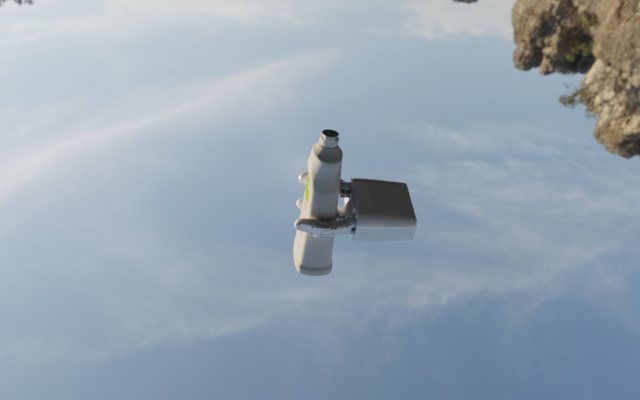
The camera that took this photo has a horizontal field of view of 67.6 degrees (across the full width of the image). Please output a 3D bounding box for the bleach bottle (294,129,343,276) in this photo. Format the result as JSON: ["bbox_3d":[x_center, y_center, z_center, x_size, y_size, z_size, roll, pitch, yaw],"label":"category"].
[{"bbox_3d":[0.000,0.003,0.816,0.068,0.251,0.102,2,33,-11],"label":"bleach bottle"}]
